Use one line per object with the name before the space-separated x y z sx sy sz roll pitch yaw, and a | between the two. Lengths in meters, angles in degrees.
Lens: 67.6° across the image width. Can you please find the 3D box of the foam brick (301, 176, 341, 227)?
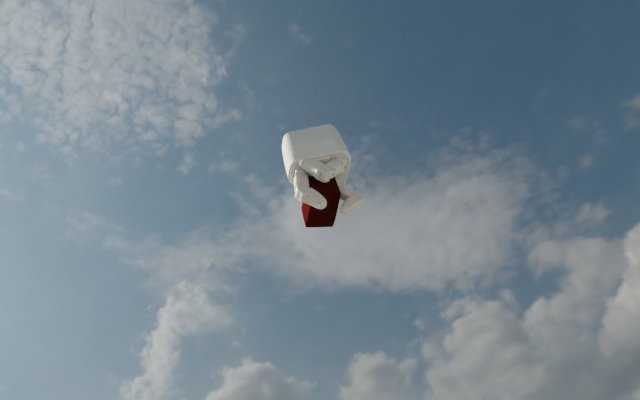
foam brick | 0.000 0.003 0.852 0.053 0.078 0.051 1 38 -16
